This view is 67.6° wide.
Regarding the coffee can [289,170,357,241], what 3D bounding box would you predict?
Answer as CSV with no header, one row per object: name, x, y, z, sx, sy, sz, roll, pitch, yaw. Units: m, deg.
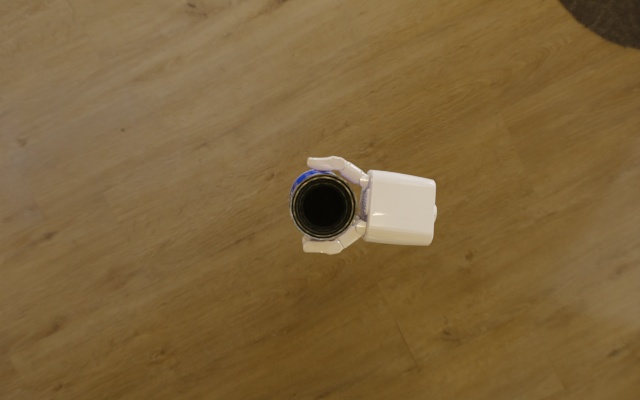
coffee can,0.000,0.002,0.781,0.103,0.103,0.140,0,6,-4
